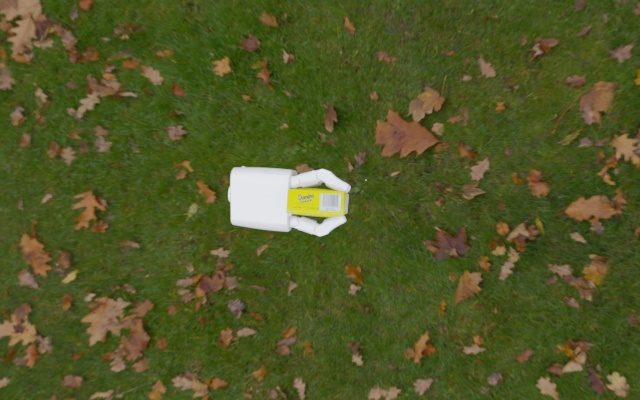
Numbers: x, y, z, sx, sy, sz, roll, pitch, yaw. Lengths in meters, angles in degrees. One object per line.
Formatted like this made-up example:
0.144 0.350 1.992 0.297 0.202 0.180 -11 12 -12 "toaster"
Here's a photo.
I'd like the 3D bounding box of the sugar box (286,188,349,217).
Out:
0.000 0.002 0.841 0.093 0.048 0.176 4 3 5 "sugar box"
